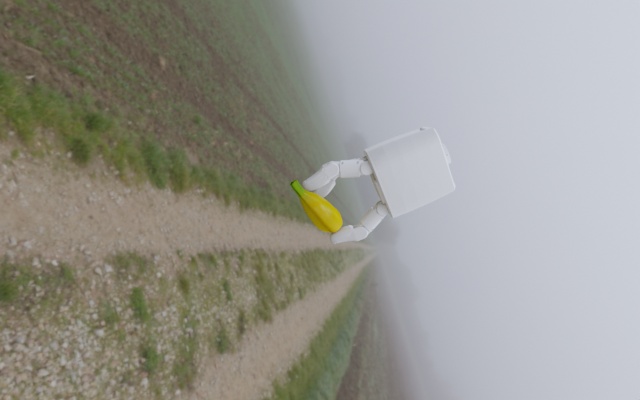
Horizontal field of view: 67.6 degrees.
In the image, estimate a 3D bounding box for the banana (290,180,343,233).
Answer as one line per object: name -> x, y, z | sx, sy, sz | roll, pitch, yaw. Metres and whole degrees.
banana -> 0.007, 0.018, 0.722 | 0.037, 0.069, 0.198 | -27, -17, 5
